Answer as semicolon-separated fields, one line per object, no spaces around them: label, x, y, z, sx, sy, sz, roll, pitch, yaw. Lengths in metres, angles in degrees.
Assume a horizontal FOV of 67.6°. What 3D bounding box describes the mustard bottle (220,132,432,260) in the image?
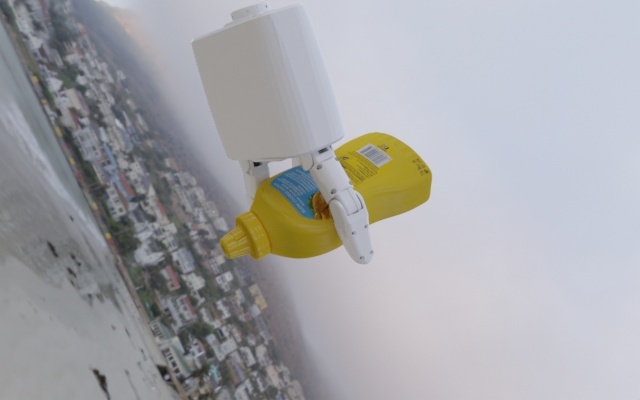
mustard bottle;0.000;0.002;0.429;0.191;0.058;0.096;-26;46;-23
